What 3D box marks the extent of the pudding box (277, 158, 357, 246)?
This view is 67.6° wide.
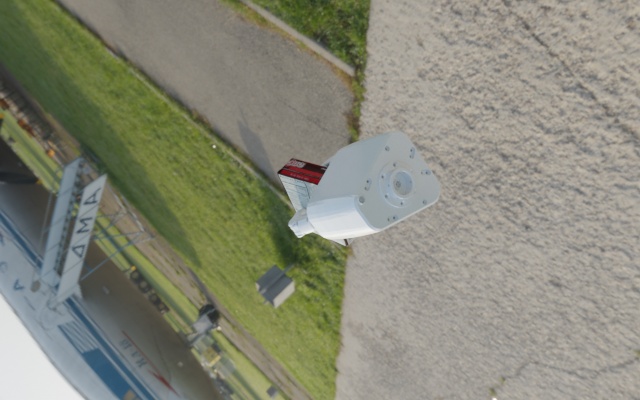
[{"bbox_3d":[0.000,0.002,0.644,0.090,0.114,0.039,19,52,42],"label":"pudding box"}]
